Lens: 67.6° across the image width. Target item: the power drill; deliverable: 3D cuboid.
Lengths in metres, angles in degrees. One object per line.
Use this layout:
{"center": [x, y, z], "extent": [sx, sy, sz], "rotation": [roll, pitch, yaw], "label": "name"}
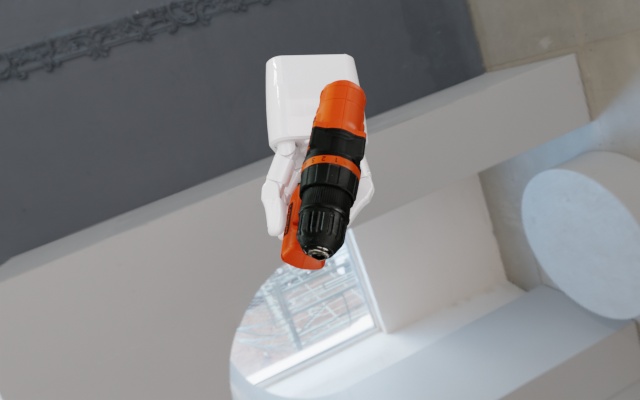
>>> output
{"center": [0.000, 0.002, 0.483], "extent": [0.057, 0.184, 0.188], "rotation": [15, -32, -5], "label": "power drill"}
